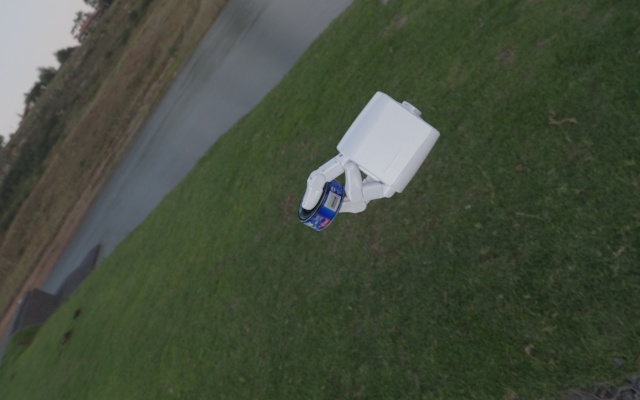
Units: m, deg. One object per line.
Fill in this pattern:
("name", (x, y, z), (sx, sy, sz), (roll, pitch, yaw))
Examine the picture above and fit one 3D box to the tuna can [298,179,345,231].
("tuna can", (0.000, 0.002, 0.757), (0.034, 0.086, 0.086), (27, -12, -23))
